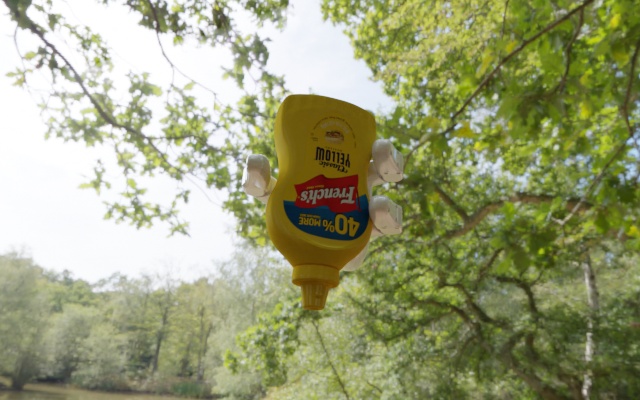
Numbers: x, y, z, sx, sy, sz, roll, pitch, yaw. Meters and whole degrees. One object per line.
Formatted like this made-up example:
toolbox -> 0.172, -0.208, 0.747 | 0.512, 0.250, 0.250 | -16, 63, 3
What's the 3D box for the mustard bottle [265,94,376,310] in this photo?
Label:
mustard bottle -> 0.000, 0.001, 0.432 | 0.096, 0.191, 0.058 | 12, -22, -19
